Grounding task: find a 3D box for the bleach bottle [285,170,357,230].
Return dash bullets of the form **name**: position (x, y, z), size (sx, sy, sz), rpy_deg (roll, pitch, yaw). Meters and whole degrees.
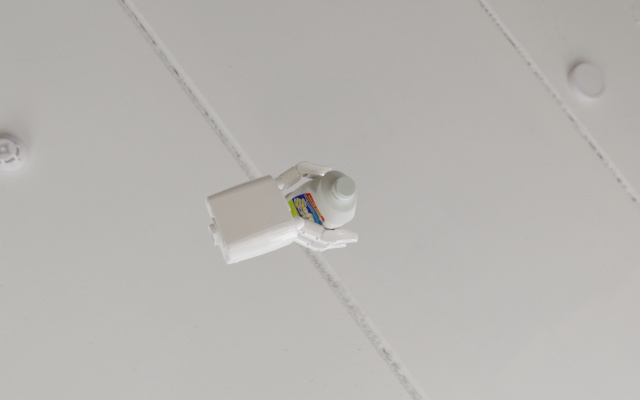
- **bleach bottle**: position (0.000, 0.003, 0.761), size (0.068, 0.102, 0.251), rpy_deg (-19, -8, -19)
